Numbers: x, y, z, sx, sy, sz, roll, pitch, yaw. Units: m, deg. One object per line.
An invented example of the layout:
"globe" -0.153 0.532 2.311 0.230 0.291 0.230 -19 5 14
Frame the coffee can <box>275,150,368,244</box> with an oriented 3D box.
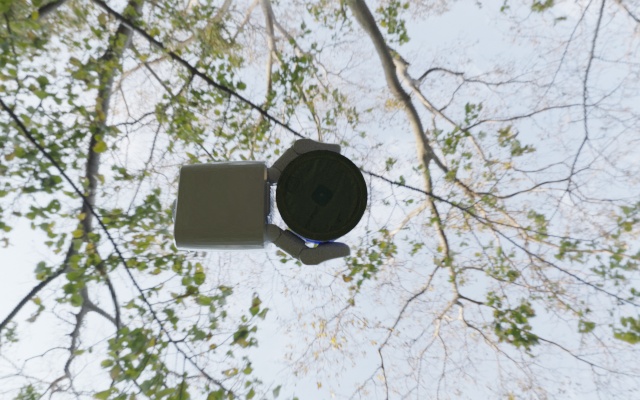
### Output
"coffee can" 0.000 0.002 0.595 0.103 0.103 0.140 0 -7 -1
